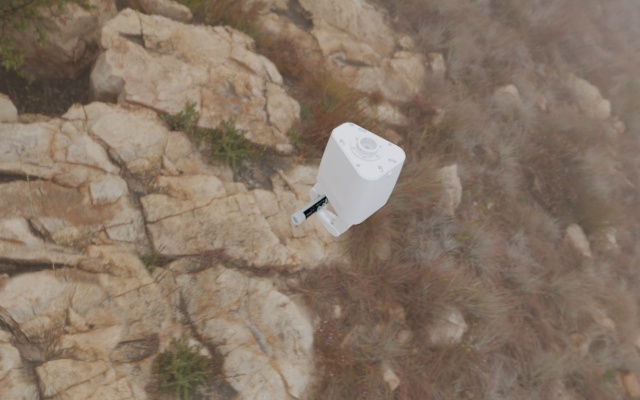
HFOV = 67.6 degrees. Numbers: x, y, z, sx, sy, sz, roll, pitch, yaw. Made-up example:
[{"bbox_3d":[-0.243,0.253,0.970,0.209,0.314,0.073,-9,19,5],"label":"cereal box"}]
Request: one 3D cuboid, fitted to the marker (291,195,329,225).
[{"bbox_3d":[0.000,0.003,0.801,0.121,0.020,0.020,-35,21,-33],"label":"marker"}]
